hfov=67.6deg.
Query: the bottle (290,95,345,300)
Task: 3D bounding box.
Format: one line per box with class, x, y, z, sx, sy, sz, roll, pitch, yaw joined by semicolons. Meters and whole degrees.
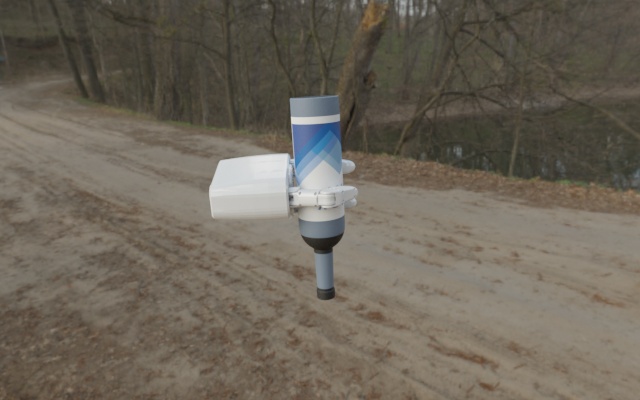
bottle;0.000;0.002;0.682;0.069;0.296;0.069;-3;14;1
